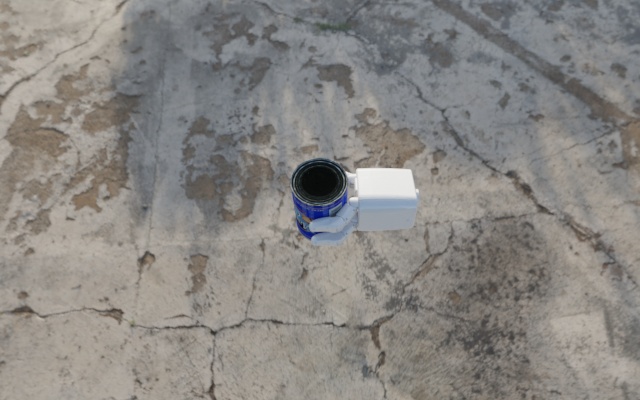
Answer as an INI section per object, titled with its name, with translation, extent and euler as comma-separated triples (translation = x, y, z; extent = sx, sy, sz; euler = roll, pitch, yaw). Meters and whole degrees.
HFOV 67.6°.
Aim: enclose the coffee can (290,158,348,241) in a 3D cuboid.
[coffee can]
translation = 0.000, 0.003, 0.894
extent = 0.103, 0.102, 0.140
euler = 0, -32, 3
